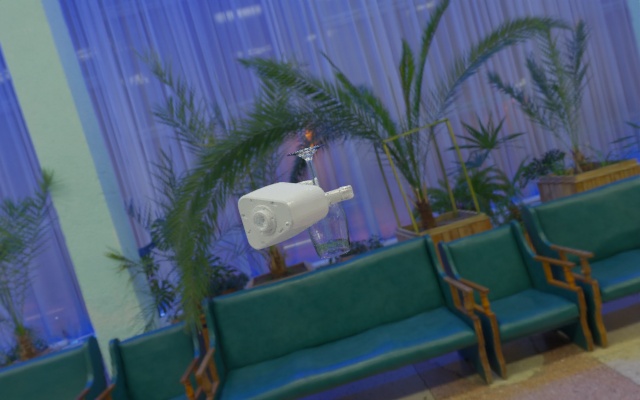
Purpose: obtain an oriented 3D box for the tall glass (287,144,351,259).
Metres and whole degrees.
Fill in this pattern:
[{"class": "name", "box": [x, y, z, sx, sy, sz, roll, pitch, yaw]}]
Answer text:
[{"class": "tall glass", "box": [0.000, 0.002, 0.879, 0.079, 0.201, 0.079, -16, 4, 1]}]
